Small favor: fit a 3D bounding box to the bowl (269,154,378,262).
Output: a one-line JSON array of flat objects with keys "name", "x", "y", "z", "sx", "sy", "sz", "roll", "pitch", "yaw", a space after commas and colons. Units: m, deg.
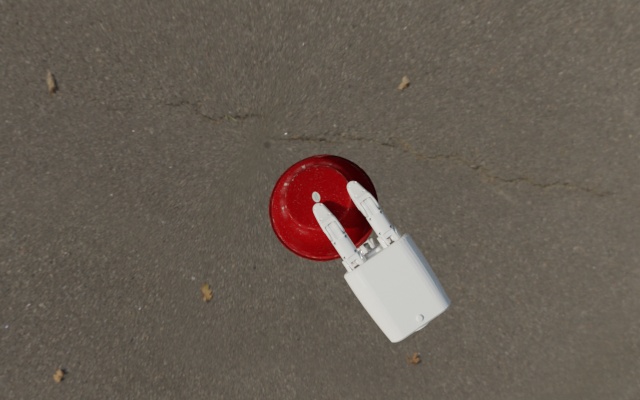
[{"name": "bowl", "x": -0.001, "y": 0.001, "z": 0.674, "sx": 0.162, "sy": 0.162, "sz": 0.055, "roll": 0, "pitch": -15, "yaw": 8}]
